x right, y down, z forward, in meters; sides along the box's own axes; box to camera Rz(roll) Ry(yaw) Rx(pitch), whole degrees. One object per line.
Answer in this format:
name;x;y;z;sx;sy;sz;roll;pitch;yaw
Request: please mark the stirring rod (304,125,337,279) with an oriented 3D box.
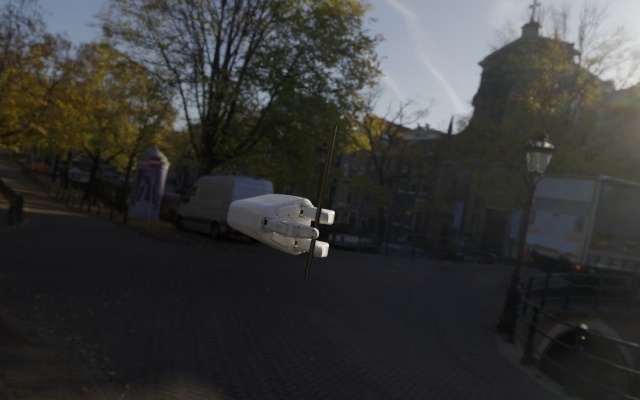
stirring rod;0.000;0.003;0.740;0.011;0.239;0.011;10;1;0
